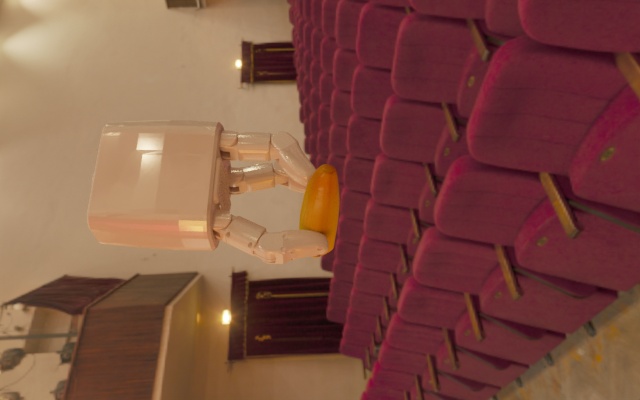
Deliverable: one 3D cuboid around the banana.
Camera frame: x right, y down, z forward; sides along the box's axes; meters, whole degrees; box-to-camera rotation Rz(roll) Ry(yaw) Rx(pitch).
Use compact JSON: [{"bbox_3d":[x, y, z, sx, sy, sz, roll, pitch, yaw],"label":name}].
[{"bbox_3d":[-0.002,0.020,0.473,0.037,0.069,0.198,5,-10,2],"label":"banana"}]
